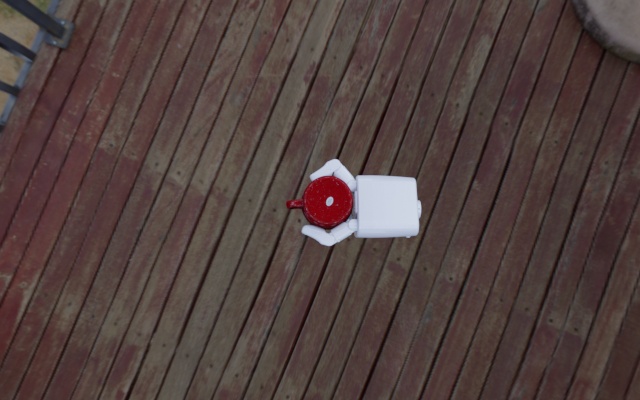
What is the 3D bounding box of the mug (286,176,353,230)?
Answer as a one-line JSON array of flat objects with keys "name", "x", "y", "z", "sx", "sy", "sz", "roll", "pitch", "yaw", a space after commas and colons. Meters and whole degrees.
[{"name": "mug", "x": -0.001, "y": 0.003, "z": 0.808, "sx": 0.117, "sy": 0.093, "sz": 0.081, "roll": -1, "pitch": -4, "yaw": -1}]
